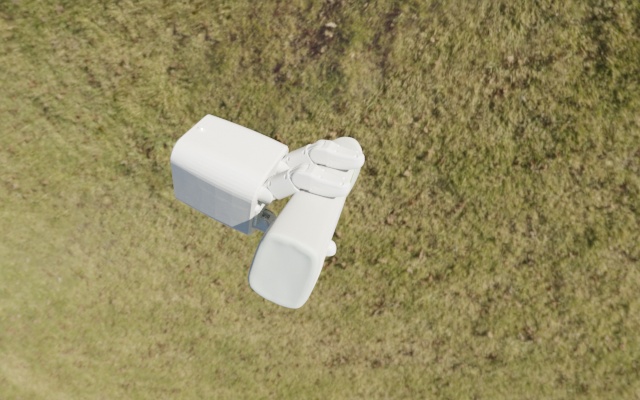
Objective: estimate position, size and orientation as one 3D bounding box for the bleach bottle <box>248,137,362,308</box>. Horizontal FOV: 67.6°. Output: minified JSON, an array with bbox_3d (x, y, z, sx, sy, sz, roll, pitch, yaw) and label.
[{"bbox_3d":[0.000,0.002,0.566,0.068,0.103,0.250,25,39,3],"label":"bleach bottle"}]
